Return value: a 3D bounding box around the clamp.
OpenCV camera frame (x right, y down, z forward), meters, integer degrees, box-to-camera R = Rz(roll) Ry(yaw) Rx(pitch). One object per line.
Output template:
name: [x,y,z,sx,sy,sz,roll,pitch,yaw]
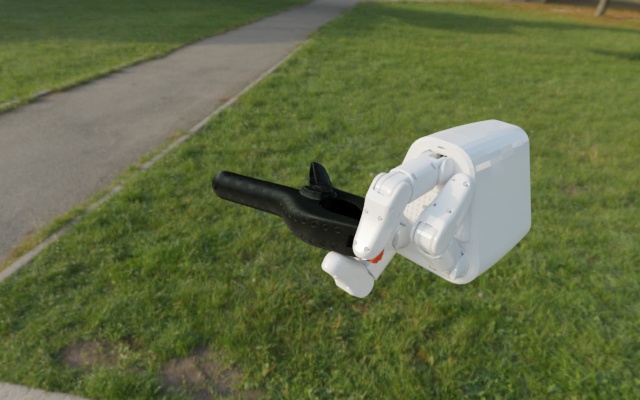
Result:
clamp: [0.000,0.001,0.414,0.120,0.039,0.171,-21,37,-40]
